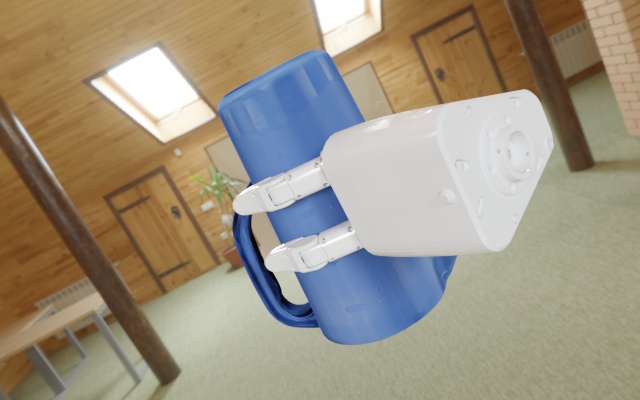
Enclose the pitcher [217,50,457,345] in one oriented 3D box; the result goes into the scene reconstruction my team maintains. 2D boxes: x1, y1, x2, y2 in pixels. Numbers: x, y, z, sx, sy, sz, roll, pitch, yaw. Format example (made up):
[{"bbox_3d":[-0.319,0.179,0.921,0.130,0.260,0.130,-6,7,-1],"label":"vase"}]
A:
[{"bbox_3d":[0.000,0.001,0.436,0.149,0.243,0.145,-36,16,-31],"label":"pitcher"}]
